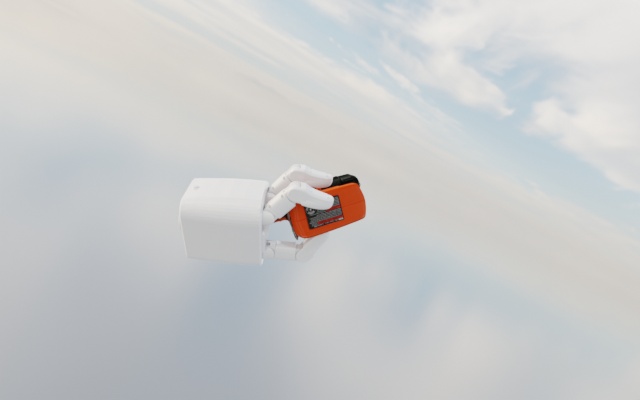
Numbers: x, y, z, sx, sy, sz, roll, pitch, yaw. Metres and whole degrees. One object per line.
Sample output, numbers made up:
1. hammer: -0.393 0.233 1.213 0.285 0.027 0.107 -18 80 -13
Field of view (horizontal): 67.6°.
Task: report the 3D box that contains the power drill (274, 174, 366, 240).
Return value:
1. power drill: 0.000 0.002 0.722 0.184 0.057 0.187 -19 9 -15
